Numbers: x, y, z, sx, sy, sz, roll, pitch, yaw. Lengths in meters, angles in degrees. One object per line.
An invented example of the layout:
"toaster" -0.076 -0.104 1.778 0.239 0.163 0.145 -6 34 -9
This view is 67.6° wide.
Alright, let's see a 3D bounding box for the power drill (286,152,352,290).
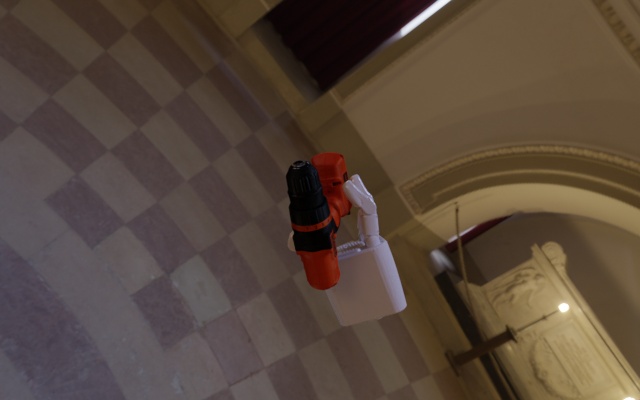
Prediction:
"power drill" 0.000 0.002 0.670 0.057 0.184 0.187 -2 28 13
